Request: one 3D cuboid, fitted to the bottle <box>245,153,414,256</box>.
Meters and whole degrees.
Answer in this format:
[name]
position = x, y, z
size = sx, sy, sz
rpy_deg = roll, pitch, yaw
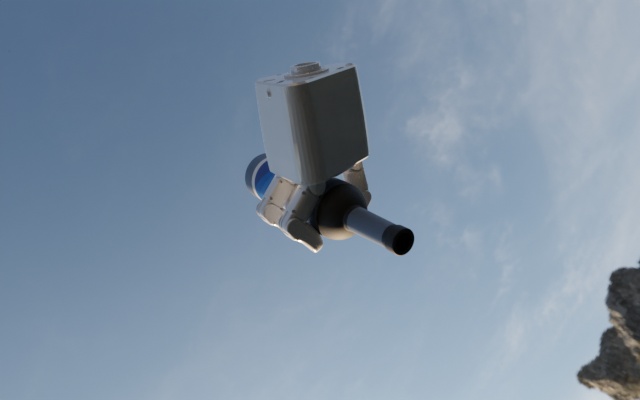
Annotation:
[bottle]
position = 0.000, 0.002, 0.563
size = 0.069, 0.069, 0.295
rpy_deg = 0, 15, -33
